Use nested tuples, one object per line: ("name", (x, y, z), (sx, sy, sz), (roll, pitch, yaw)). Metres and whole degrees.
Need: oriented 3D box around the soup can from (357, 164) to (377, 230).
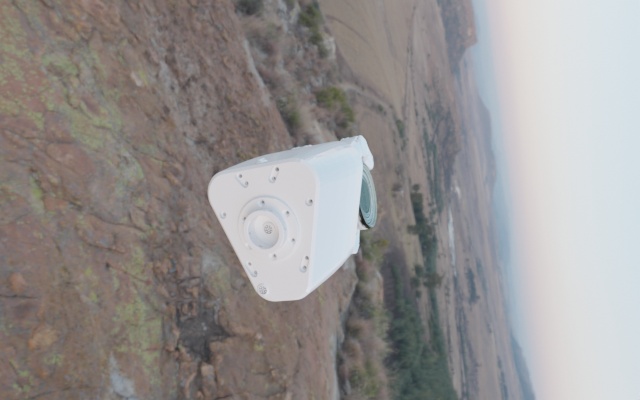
("soup can", (0.001, 0.002, 0.492), (0.102, 0.068, 0.068), (-8, -3, 21))
